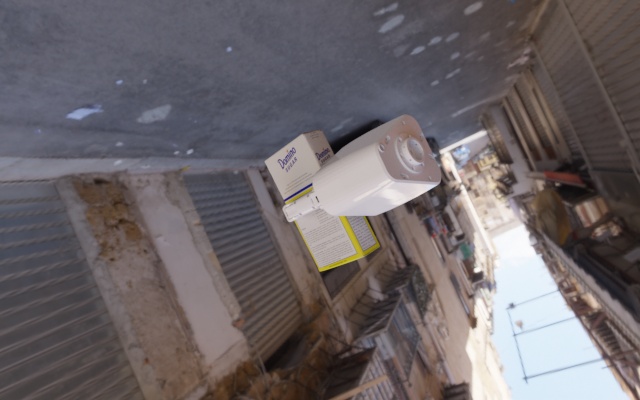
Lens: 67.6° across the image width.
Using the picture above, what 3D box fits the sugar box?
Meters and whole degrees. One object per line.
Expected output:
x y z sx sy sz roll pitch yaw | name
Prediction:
0.001 0.002 0.648 0.048 0.176 0.093 -21 -4 -46 | sugar box
